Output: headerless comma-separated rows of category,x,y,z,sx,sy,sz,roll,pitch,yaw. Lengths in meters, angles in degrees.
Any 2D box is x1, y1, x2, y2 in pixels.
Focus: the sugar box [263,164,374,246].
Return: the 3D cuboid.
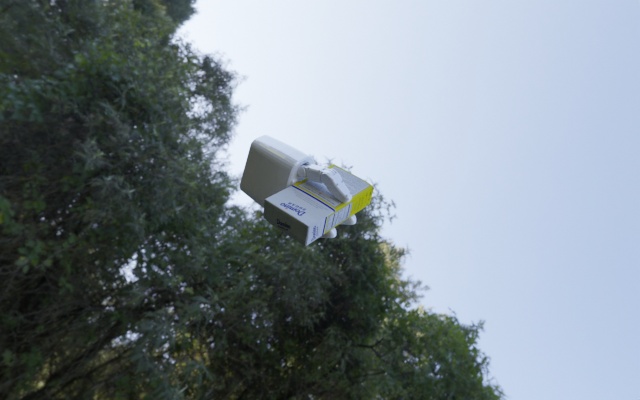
sugar box,0.000,0.003,0.779,0.093,0.048,0.176,31,41,28
